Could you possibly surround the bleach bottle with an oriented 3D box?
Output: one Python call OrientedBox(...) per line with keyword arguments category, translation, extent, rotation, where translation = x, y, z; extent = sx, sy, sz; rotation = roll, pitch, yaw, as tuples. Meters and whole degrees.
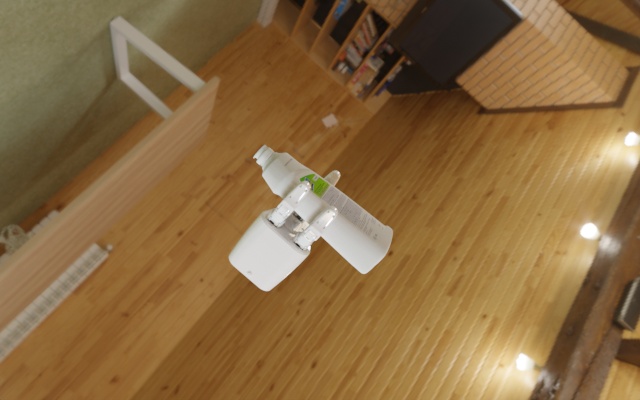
OrientedBox(category="bleach bottle", translation=(0.000, 0.003, 0.762), extent=(0.251, 0.068, 0.102), rotation=(41, 25, -3))
